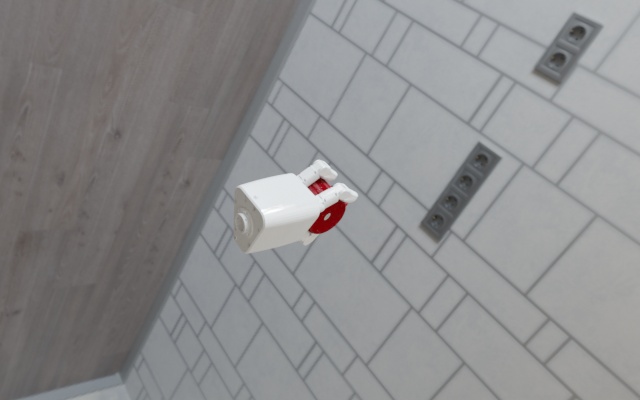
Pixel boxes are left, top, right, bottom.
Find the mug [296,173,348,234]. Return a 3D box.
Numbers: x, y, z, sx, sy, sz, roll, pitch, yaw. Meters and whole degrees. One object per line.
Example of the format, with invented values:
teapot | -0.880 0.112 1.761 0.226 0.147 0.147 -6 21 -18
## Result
mug | 0.001 0.003 0.852 0.117 0.093 0.081 -14 48 -37
